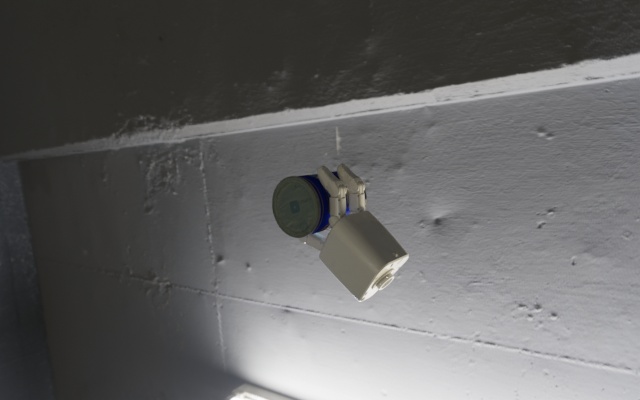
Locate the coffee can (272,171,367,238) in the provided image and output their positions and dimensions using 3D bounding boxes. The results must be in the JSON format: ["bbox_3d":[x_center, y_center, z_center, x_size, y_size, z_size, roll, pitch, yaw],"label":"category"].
[{"bbox_3d":[0.000,0.003,0.835,0.103,0.103,0.140,0,7,39],"label":"coffee can"}]
